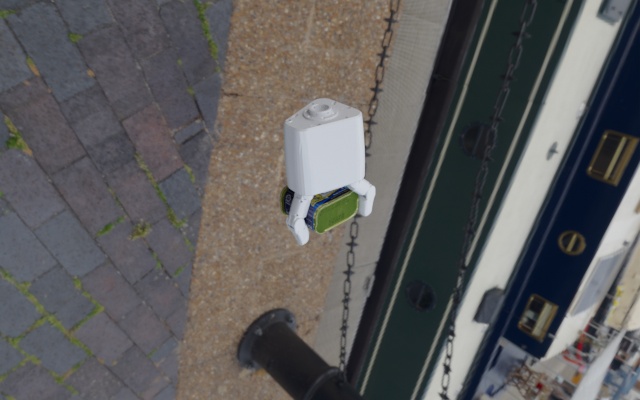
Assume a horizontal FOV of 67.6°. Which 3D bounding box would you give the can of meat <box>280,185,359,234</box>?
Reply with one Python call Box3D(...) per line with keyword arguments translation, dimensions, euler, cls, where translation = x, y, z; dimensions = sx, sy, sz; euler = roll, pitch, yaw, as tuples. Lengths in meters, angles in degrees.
Box3D(translation=(0.000, 0.003, 0.771), dimensions=(0.102, 0.057, 0.084), euler=(-26, 40, -34), cls="can of meat")
